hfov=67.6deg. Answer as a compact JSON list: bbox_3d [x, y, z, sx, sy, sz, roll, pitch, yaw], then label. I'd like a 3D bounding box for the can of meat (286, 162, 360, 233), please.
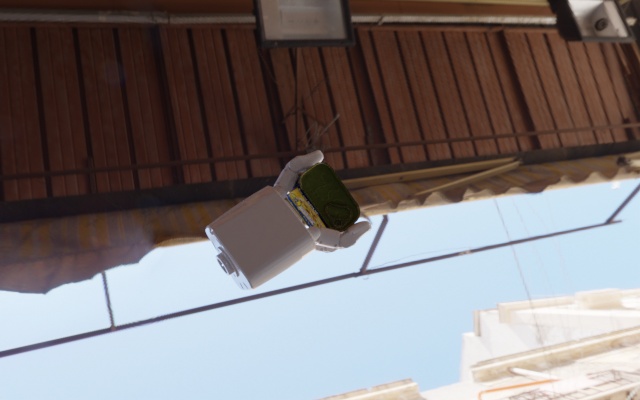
[{"bbox_3d":[0.000,0.002,0.713,0.057,0.102,0.084,-37,4,-23],"label":"can of meat"}]
